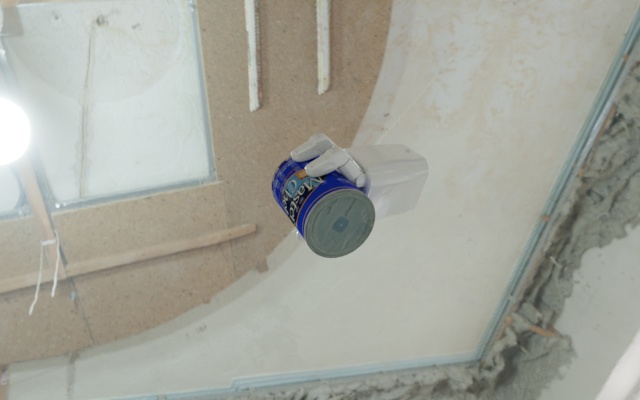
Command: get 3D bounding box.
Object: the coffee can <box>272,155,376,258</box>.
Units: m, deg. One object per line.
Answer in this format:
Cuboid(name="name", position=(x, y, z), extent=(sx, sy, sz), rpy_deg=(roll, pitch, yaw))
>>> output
Cuboid(name="coffee can", position=(0.000, 0.002, 0.683), extent=(0.103, 0.103, 0.140), rpy_deg=(0, 26, -27))
